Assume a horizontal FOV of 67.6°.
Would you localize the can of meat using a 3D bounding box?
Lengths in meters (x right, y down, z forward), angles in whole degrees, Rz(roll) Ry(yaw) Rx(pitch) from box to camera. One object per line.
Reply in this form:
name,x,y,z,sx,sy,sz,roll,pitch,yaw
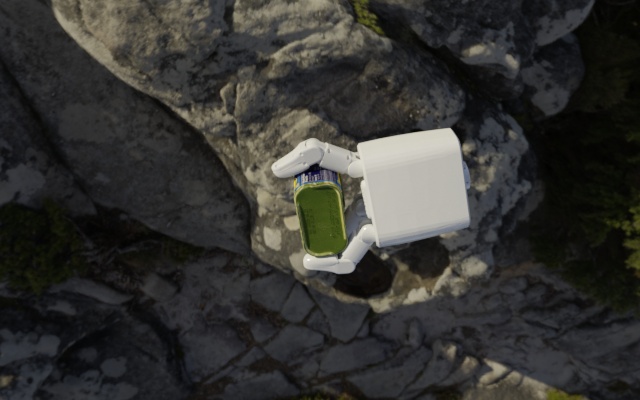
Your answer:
can of meat,0.000,0.002,0.551,0.057,0.102,0.084,-9,32,2
